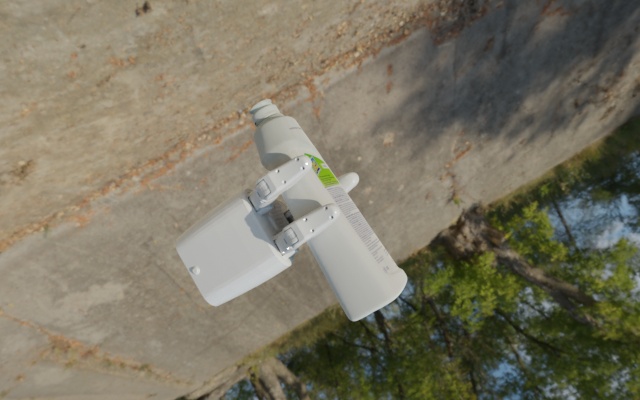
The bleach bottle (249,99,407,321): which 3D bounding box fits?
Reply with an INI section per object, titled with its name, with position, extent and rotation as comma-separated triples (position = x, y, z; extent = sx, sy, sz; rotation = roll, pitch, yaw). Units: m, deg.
[bleach bottle]
position = 0.000, 0.002, 0.526
extent = 0.068, 0.251, 0.102
rotation = -33, -6, 15
